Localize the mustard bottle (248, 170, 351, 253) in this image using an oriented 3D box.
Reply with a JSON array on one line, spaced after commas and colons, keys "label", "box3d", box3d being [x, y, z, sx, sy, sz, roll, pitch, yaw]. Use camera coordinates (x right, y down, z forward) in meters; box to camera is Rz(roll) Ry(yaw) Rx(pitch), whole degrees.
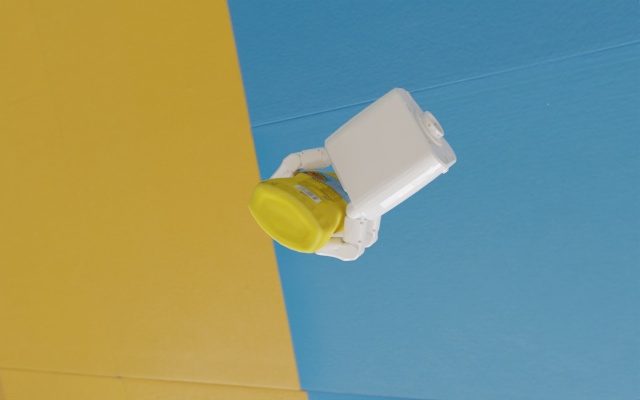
[{"label": "mustard bottle", "box3d": [0.000, 0.002, 0.589, 0.096, 0.058, 0.191, 34, 23, 16]}]
